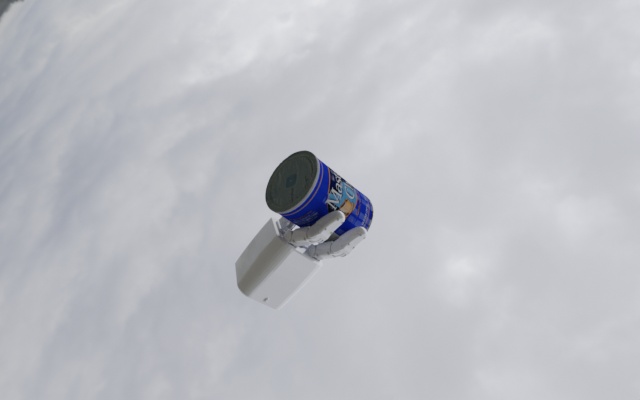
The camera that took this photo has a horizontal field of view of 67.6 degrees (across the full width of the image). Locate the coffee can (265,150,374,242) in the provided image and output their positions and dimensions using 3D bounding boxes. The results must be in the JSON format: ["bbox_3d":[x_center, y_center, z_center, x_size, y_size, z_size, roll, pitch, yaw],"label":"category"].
[{"bbox_3d":[0.000,0.002,0.735,0.103,0.102,0.140,0,-27,46],"label":"coffee can"}]
